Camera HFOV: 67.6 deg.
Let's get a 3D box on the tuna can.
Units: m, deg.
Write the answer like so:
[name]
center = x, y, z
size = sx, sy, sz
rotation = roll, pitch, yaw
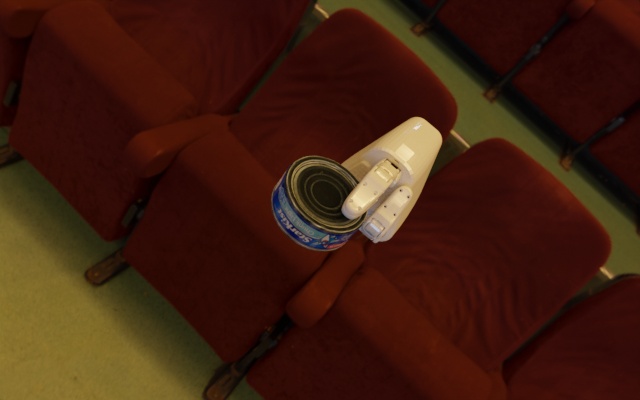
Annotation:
[tuna can]
center = 0.000, 0.001, 0.438
size = 0.086, 0.086, 0.034
rotation = 0, -32, -32
